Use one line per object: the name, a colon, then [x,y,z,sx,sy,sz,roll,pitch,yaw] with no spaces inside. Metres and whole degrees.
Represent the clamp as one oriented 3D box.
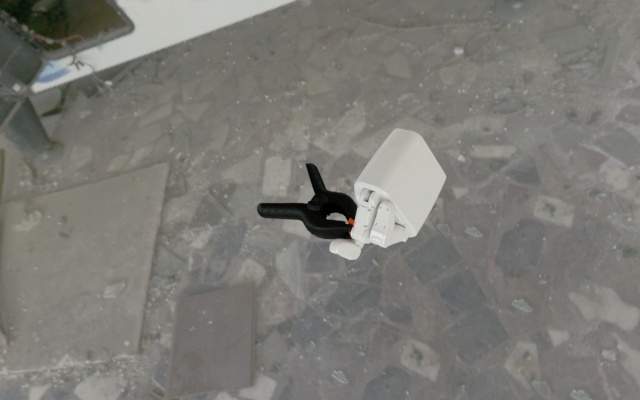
clamp: [0.000,0.002,0.708,0.171,0.120,0.039,22,-26,32]
